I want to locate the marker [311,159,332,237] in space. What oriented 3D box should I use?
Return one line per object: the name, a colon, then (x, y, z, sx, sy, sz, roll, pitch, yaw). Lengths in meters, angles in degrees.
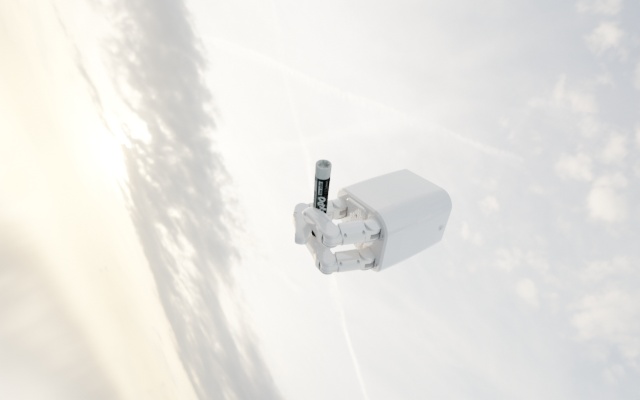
marker: (0.000, 0.002, 0.576, 0.020, 0.121, 0.020, 2, 45, -2)
